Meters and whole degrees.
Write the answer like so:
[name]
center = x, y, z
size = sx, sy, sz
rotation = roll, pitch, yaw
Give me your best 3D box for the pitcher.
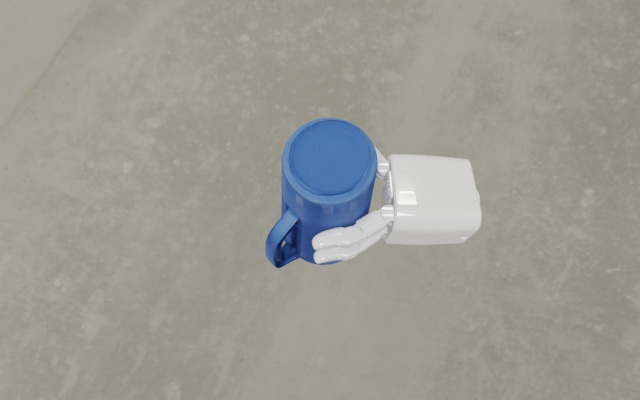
[pitcher]
center = 0.000, 0.002, 0.632
size = 0.145, 0.149, 0.243
rotation = 3, -21, 0
